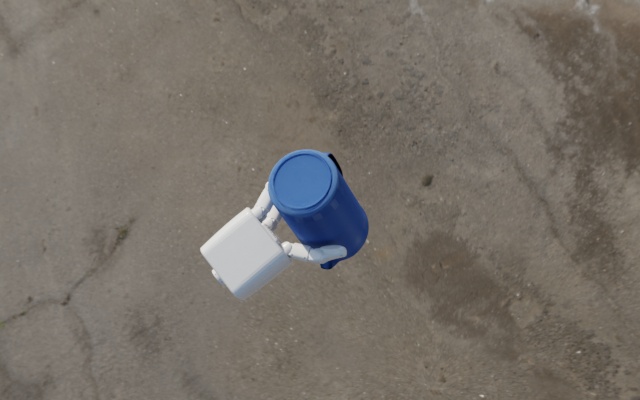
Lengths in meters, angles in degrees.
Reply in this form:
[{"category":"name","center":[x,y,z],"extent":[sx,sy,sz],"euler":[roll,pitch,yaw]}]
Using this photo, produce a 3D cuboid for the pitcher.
[{"category":"pitcher","center":[0.000,0.003,0.798],"extent":[0.145,0.149,0.243],"euler":[-38,-24,-3]}]
